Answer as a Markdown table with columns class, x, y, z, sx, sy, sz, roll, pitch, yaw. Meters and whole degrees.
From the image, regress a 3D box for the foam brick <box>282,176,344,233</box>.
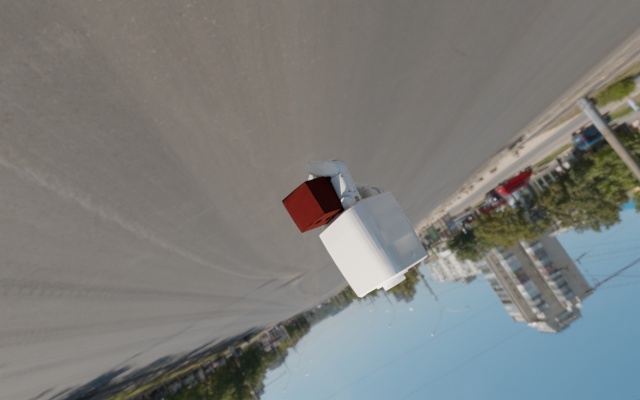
| class | x | y | z | sx | sy | sz | roll | pitch | yaw |
| --- | --- | --- | --- | --- | --- | --- | --- | --- | --- |
| foam brick | 0.000 | 0.002 | 0.639 | 0.078 | 0.051 | 0.053 | -17 | -17 | -50 |
